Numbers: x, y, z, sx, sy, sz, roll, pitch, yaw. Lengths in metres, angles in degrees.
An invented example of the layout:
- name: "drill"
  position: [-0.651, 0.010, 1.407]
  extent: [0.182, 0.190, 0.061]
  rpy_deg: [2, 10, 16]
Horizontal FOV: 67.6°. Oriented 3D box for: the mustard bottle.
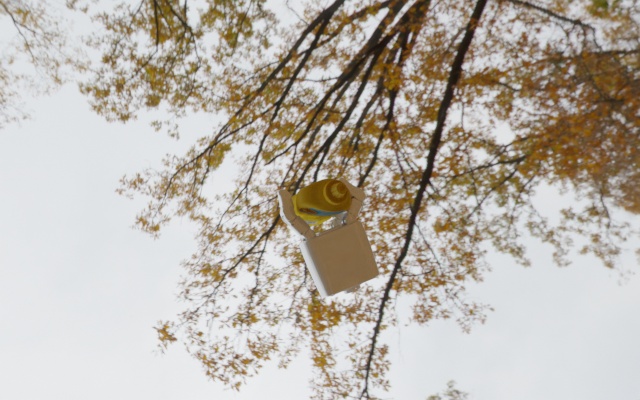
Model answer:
- name: "mustard bottle"
  position: [0.000, 0.003, 0.851]
  extent: [0.096, 0.058, 0.192]
  rpy_deg: [7, -15, -20]
